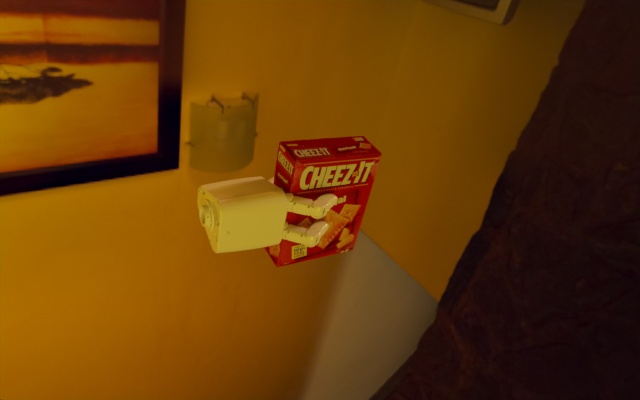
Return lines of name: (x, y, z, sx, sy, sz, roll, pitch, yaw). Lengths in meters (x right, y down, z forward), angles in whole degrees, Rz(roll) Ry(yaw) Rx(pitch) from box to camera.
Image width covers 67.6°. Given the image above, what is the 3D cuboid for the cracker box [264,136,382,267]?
cracker box: (0.000, 0.003, 0.818, 0.164, 0.214, 0.072, -8, 39, -30)
